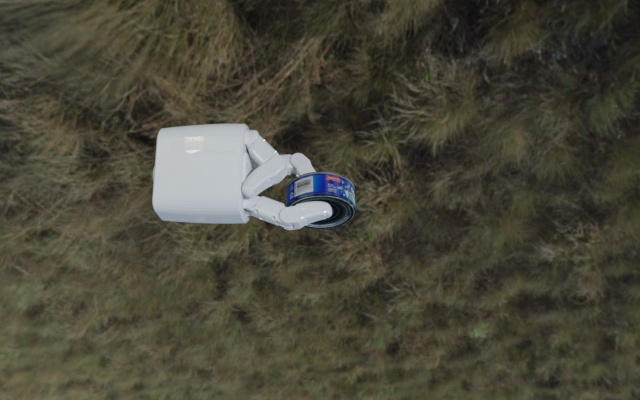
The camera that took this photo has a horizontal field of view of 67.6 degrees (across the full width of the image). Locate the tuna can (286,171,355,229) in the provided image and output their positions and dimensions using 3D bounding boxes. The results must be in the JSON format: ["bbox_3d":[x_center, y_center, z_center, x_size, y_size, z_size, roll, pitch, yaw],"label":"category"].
[{"bbox_3d":[0.000,0.002,0.585,0.086,0.033,0.086,-1,-31,-1],"label":"tuna can"}]
